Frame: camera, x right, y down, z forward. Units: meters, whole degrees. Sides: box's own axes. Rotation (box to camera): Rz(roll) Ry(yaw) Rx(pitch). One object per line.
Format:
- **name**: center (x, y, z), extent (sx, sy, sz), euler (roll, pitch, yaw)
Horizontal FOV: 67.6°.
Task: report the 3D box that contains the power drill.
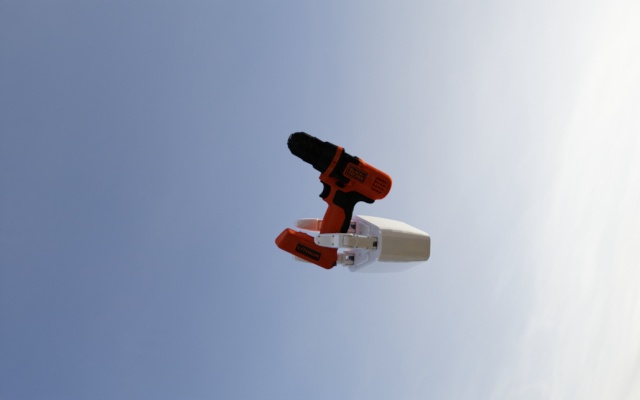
- **power drill**: center (0.000, 0.003, 0.769), extent (0.184, 0.187, 0.057), euler (27, 7, -9)
